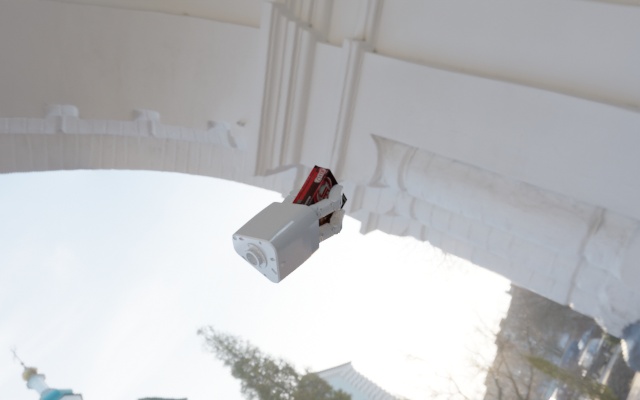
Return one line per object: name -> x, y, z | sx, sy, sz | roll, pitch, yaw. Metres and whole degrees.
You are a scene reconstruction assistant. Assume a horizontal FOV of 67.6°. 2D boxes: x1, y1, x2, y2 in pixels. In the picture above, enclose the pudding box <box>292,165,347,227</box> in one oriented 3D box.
pudding box -> 0.000, 0.003, 0.874 | 0.039, 0.090, 0.114 | 21, -19, 29
